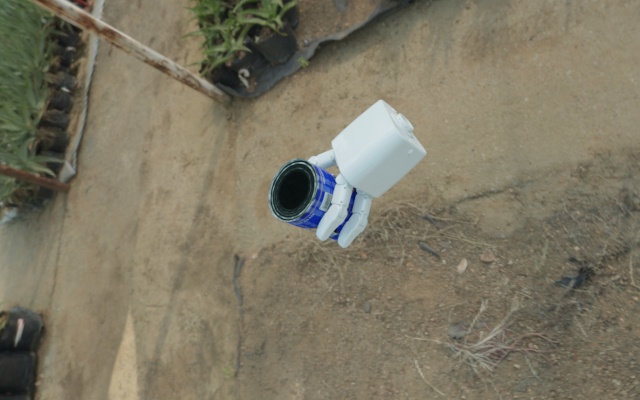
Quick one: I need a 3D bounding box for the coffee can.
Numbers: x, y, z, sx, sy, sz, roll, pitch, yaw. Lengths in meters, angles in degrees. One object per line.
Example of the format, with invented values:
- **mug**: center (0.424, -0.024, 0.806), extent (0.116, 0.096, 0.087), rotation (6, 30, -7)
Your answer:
- **coffee can**: center (0.000, 0.003, 0.778), extent (0.103, 0.102, 0.140), rotation (0, -16, 41)
